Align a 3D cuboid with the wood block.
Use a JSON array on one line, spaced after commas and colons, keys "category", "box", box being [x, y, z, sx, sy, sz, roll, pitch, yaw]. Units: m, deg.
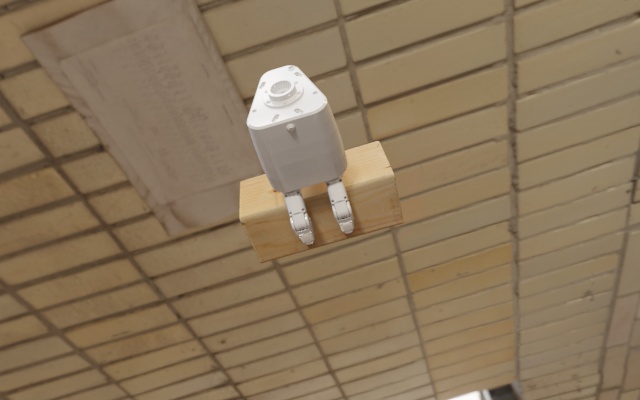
[{"category": "wood block", "box": [0.000, 0.002, 0.668, 0.206, 0.090, 0.090, -16, 37, 3]}]
